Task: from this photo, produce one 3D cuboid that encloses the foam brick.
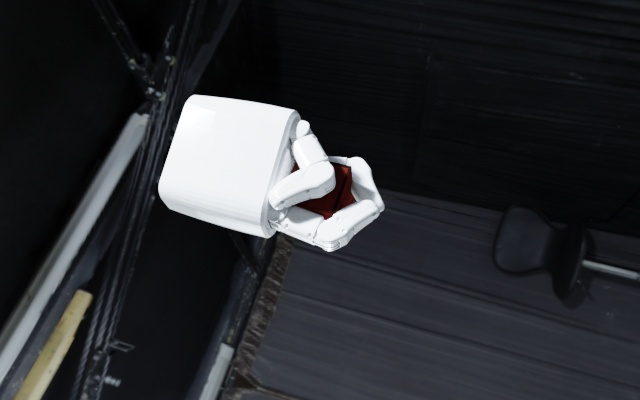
[{"bbox_3d":[0.000,0.002,0.459,0.051,0.053,0.078,13,-26,13],"label":"foam brick"}]
